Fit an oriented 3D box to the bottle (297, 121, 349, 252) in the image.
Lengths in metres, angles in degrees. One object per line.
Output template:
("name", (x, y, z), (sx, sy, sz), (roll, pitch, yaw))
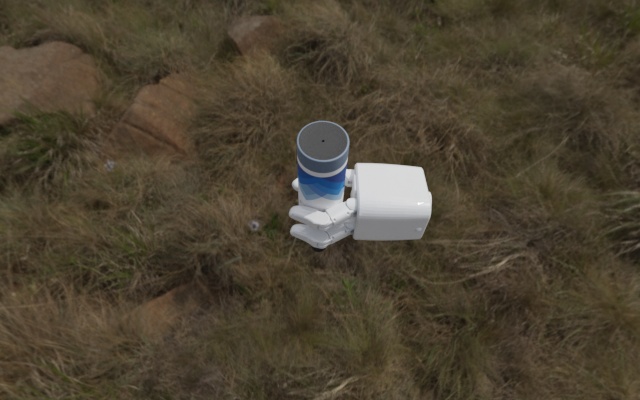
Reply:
("bottle", (0.000, 0.002, 0.724), (0.069, 0.069, 0.296), (0, -32, -1))
